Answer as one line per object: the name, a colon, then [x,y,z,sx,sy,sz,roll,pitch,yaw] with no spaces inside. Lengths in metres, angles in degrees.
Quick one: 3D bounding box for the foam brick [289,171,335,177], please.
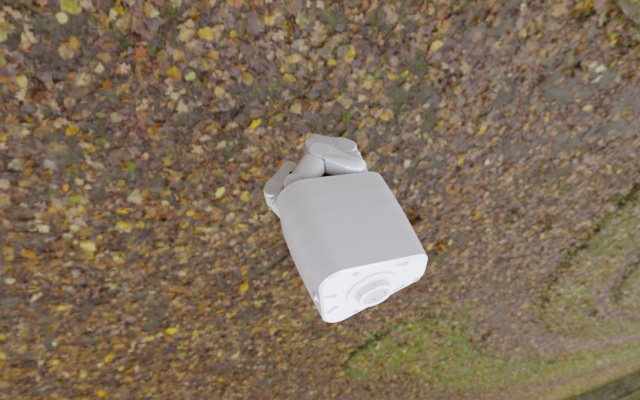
foam brick: [0.000,0.002,0.535,0.053,0.051,0.078,-20,-36,-11]
